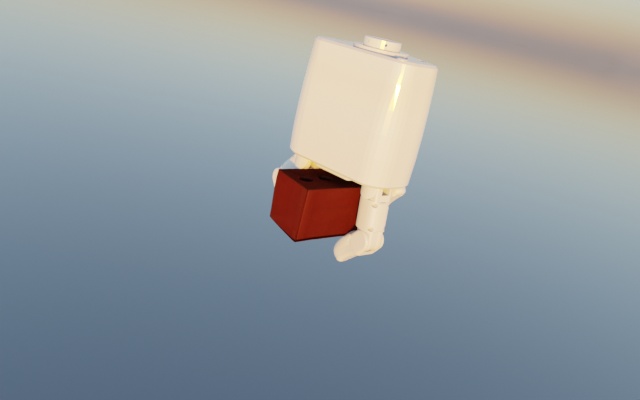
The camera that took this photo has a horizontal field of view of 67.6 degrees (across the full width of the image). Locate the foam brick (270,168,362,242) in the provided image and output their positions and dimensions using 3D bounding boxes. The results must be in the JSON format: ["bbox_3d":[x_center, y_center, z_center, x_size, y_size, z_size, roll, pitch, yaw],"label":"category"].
[{"bbox_3d":[0.000,0.002,0.449,0.078,0.051,0.053,-4,27,-35],"label":"foam brick"}]
